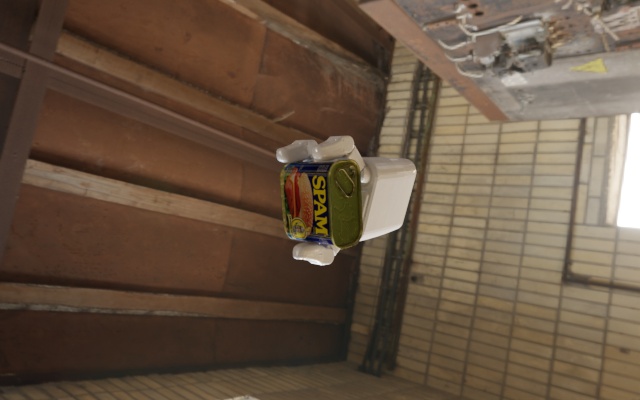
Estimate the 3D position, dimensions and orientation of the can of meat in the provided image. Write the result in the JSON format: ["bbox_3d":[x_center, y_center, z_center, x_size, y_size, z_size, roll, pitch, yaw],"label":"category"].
[{"bbox_3d":[0.000,0.002,0.576,0.084,0.102,0.057,4,11,41],"label":"can of meat"}]
